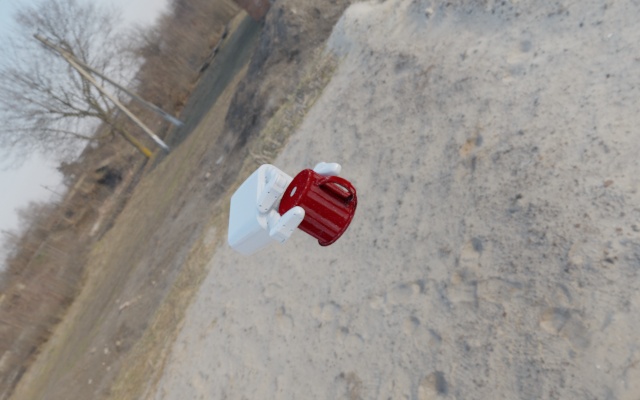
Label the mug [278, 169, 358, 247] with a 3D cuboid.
[{"bbox_3d":[0.001,0.002,0.679,0.081,0.093,0.117,32,-41,-21],"label":"mug"}]
